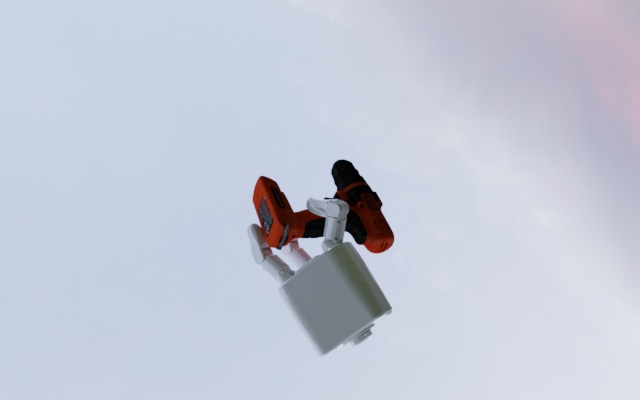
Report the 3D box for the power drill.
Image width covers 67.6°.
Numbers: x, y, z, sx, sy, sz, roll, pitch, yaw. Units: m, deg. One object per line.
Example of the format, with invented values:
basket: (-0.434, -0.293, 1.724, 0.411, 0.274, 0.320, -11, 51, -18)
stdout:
power drill: (0.000, 0.003, 0.704, 0.187, 0.057, 0.184, -2, 44, -26)
